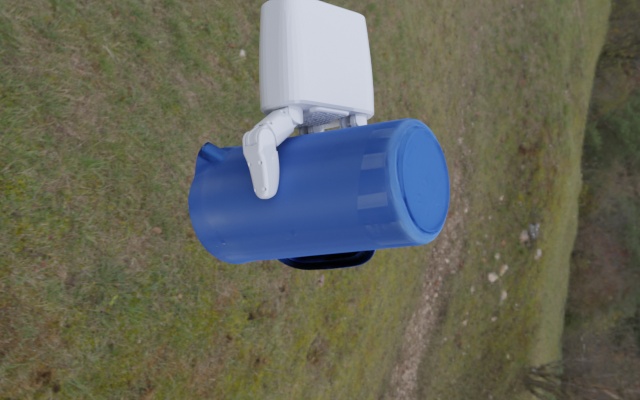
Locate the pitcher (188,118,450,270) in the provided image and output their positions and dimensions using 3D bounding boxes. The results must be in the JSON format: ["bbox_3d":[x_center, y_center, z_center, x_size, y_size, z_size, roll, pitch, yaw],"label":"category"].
[{"bbox_3d":[0.000,0.001,0.477,0.243,0.145,0.149,-6,-6,38],"label":"pitcher"}]
